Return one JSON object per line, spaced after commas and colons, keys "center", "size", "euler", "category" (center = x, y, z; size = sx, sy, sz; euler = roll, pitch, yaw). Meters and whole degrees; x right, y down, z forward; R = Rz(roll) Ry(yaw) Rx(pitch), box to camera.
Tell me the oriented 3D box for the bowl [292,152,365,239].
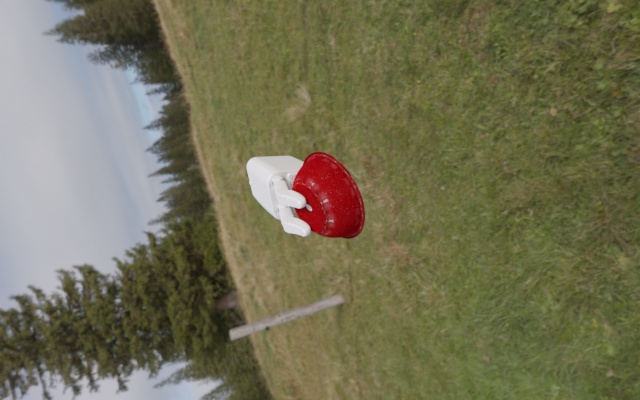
{"center": [0.001, 0.003, 0.800], "size": [0.055, 0.162, 0.162], "euler": [-28, 15, -31], "category": "bowl"}
